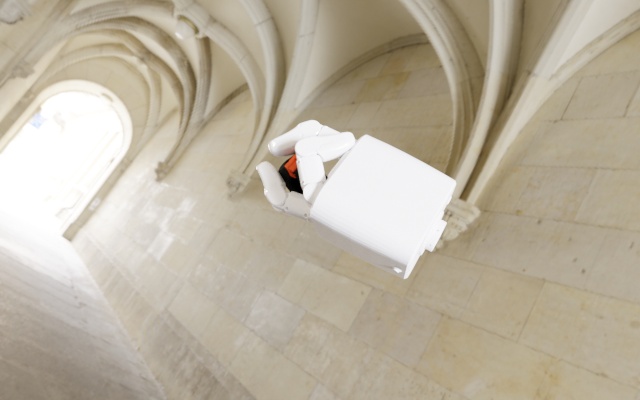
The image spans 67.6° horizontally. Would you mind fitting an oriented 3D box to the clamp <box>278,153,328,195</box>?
[{"bbox_3d":[0.000,0.001,0.568,0.120,0.039,0.171,28,-15,16],"label":"clamp"}]
